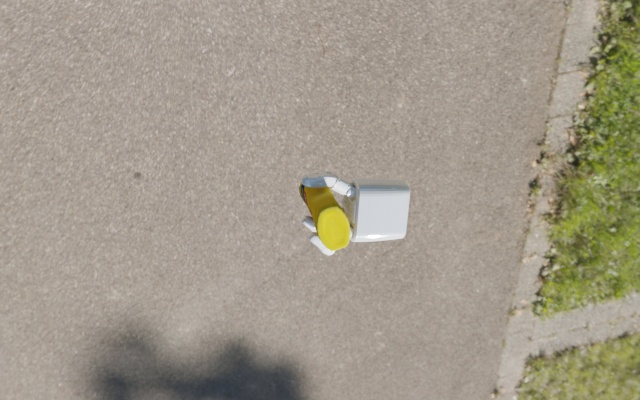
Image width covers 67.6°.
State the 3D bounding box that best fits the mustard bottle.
[{"bbox_3d":[0.000,0.003,0.889,0.058,0.096,0.191,-21,34,-3],"label":"mustard bottle"}]
